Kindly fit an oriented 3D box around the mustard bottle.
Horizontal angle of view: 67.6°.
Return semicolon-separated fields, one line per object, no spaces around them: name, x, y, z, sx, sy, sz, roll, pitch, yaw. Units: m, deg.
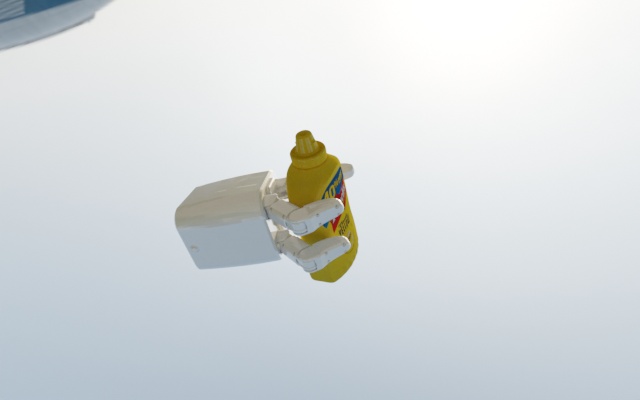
mustard bottle;0.000;0.002;0.571;0.058;0.192;0.096;6;42;26
